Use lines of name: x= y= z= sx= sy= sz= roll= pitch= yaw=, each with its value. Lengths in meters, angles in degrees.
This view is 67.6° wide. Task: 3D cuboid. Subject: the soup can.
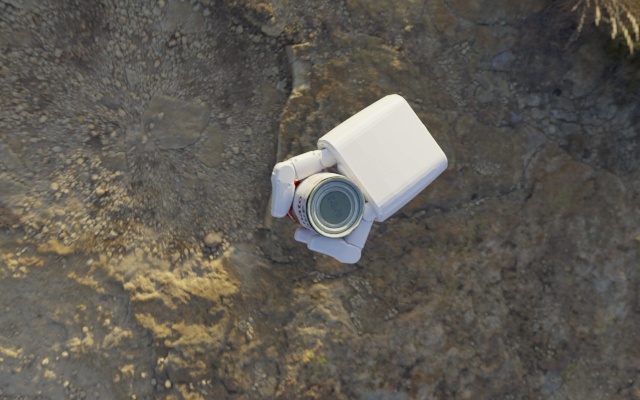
soup can: x=0.000 y=0.002 z=0.540 sx=0.068 sy=0.068 sz=0.102 roll=0 pitch=7 yaw=-20
